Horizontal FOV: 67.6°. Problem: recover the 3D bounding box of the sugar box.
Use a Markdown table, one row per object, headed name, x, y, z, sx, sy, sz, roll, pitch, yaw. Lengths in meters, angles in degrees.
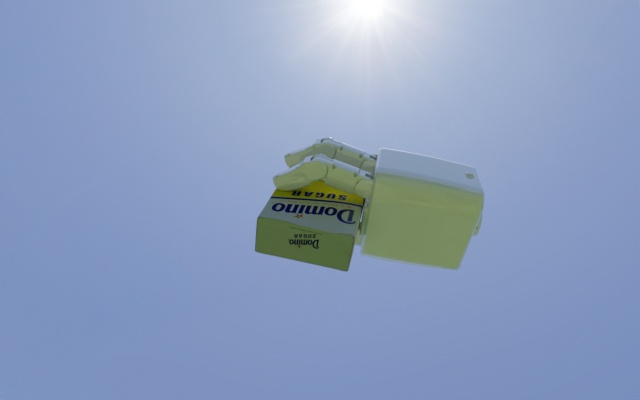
| name | x | y | z | sx | sy | sz | roll | pitch | yaw |
| --- | --- | --- | --- | --- | --- | --- | --- | --- | --- |
| sugar box | 0.000 | 0.001 | 0.510 | 0.093 | 0.048 | 0.176 | 11 | 26 | 5 |
